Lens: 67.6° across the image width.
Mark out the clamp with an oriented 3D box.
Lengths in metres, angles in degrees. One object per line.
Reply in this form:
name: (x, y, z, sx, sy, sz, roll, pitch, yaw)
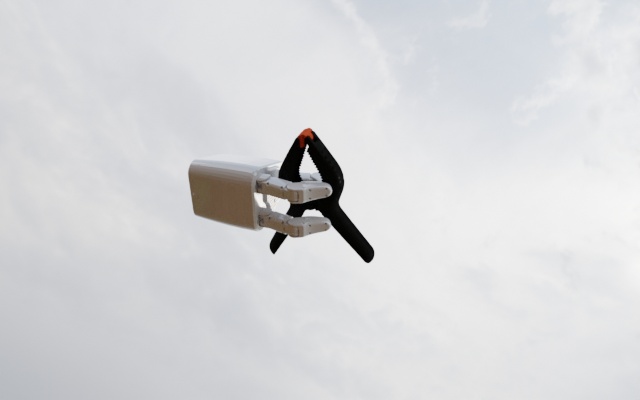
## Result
clamp: (0.000, 0.001, 0.677, 0.164, 0.210, 0.036, 9, 31, 14)
